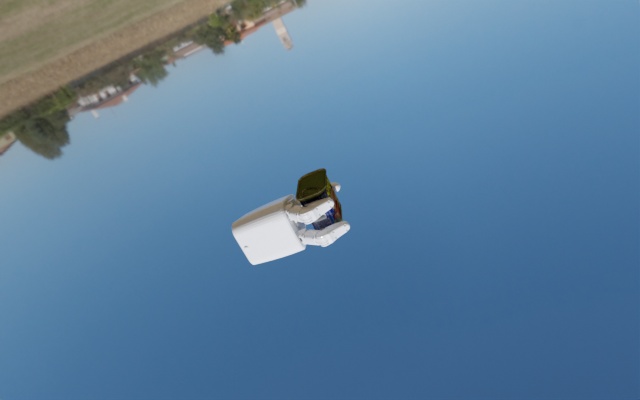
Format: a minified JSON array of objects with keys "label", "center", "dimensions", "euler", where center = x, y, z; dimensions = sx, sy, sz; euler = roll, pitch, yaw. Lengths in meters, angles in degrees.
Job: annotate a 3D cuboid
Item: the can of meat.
[{"label":"can of meat","center":[0.000,0.003,0.865],"dimensions":[0.057,0.084,0.102],"euler":[-21,25,11]}]
